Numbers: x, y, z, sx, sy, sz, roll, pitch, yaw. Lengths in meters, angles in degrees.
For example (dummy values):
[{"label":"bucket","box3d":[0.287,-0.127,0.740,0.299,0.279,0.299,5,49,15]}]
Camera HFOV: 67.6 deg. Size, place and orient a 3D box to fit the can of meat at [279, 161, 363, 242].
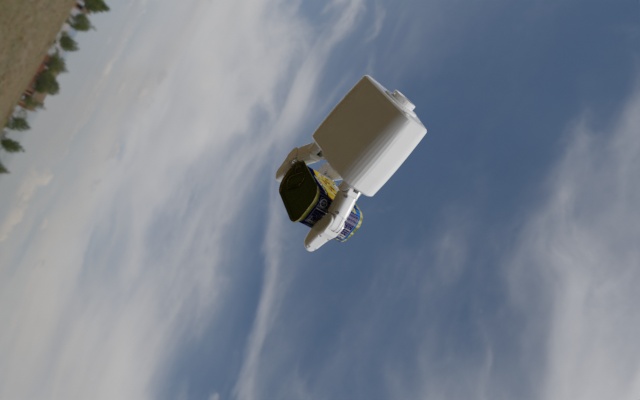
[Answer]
[{"label":"can of meat","box3d":[0.000,0.002,0.643,0.084,0.057,0.102,28,19,-31]}]
